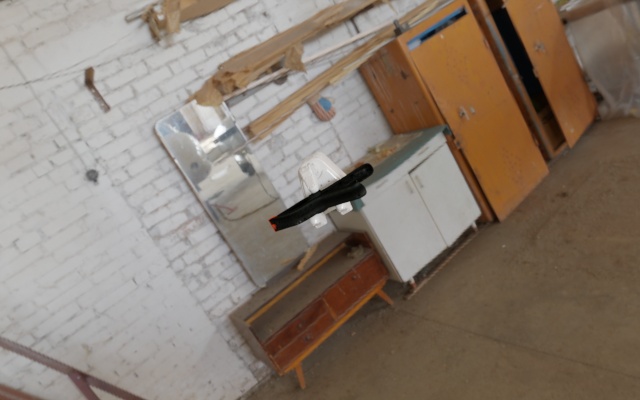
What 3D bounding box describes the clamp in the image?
[{"bbox_3d":[-0.001,0.002,0.836,0.210,0.036,0.164,-28,9,10],"label":"clamp"}]
